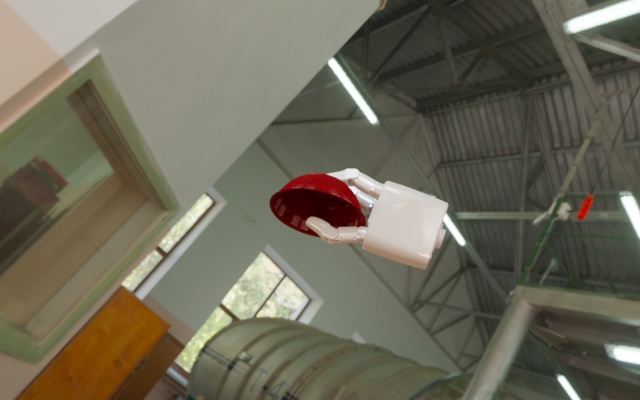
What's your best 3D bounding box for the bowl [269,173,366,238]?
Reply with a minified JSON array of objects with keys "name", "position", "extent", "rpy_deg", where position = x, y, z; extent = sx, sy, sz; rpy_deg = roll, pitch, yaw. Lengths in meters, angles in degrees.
[{"name":"bowl","position":[-0.001,0.002,0.788],"extent":[0.162,0.055,0.162],"rpy_deg":[10,-29,6]}]
